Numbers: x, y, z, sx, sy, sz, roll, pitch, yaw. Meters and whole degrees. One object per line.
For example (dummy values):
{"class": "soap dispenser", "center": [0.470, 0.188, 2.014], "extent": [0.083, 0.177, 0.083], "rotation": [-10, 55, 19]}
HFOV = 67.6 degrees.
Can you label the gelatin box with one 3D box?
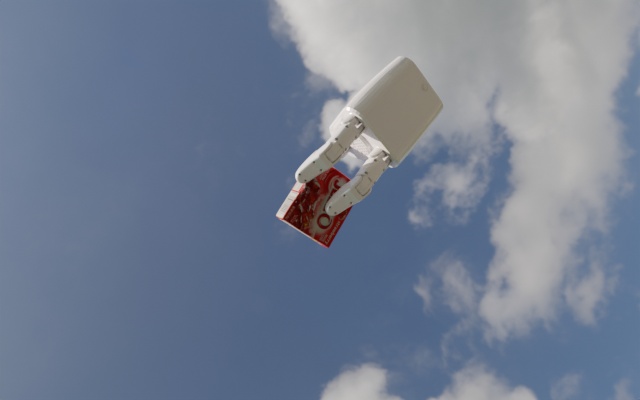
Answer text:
{"class": "gelatin box", "center": [0.000, 0.002, 0.591], "extent": [0.073, 0.089, 0.030], "rotation": [34, -7, -23]}
